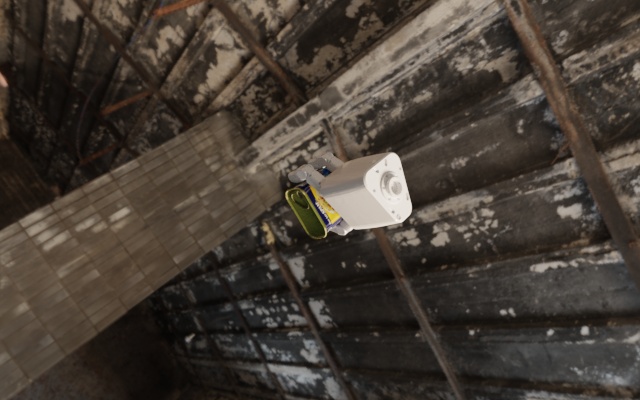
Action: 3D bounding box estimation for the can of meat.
[{"bbox_3d":[0.000,0.003,0.853,0.084,0.102,0.057,-38,13,-34],"label":"can of meat"}]
